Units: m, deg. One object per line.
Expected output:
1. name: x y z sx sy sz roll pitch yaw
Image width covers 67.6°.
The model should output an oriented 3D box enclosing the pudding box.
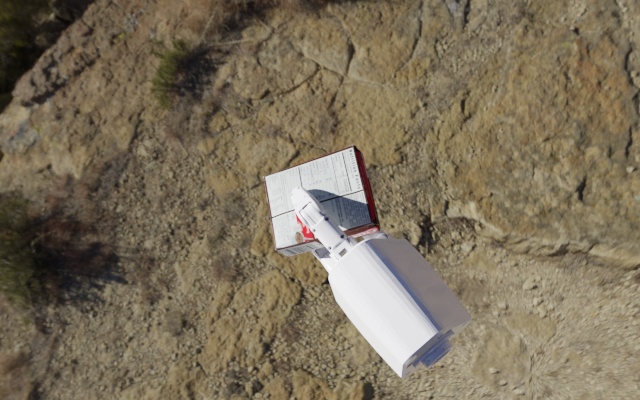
1. pudding box: 0.000 0.002 0.512 0.113 0.090 0.039 -17 -20 15
